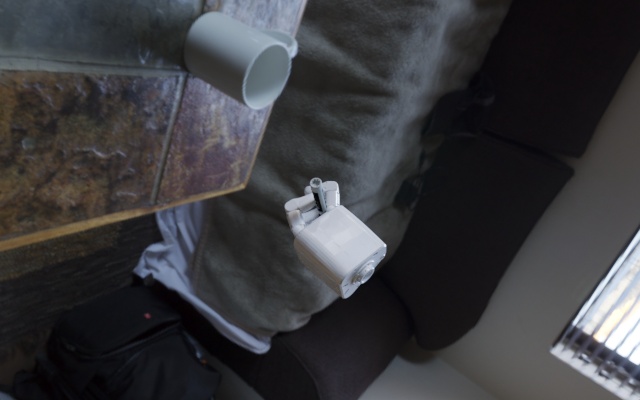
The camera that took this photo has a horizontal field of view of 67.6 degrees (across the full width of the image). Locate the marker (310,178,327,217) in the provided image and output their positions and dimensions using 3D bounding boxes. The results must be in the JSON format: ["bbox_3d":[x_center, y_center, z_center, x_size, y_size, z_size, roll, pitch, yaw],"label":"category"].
[{"bbox_3d":[0.000,0.003,0.789,0.020,0.020,0.121,0,-30,8],"label":"marker"}]
